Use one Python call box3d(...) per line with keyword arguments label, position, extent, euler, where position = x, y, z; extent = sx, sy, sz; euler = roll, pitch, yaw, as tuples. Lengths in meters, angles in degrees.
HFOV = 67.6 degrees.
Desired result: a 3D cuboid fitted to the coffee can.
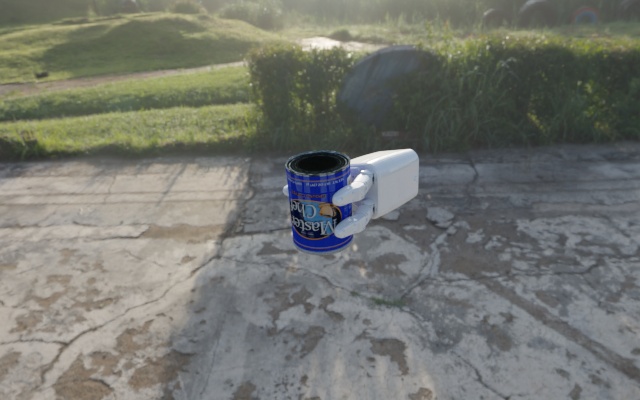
box3d(label="coffee can", position=(0.000, 0.003, 0.771), extent=(0.103, 0.140, 0.102), euler=(-3, 26, 2))
